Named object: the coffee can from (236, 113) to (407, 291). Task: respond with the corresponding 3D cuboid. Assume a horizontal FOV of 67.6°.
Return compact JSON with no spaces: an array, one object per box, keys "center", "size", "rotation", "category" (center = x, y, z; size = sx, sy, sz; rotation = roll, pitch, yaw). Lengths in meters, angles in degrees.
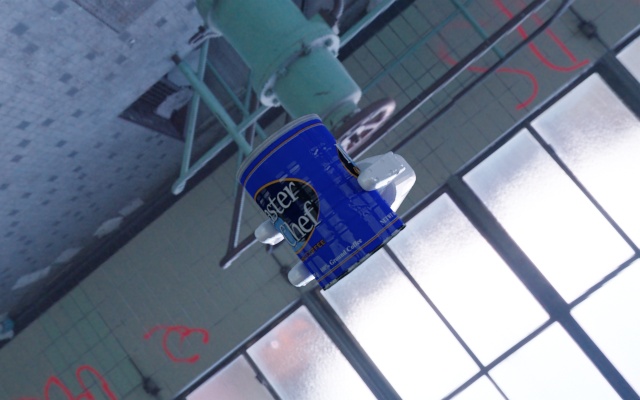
[{"center":[0.000,0.001,0.467],"size":[0.103,0.140,0.103],"rotation":[-38,-7,-5],"category":"coffee can"}]
